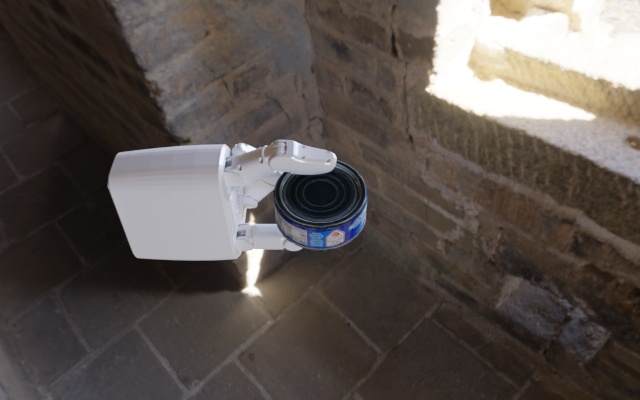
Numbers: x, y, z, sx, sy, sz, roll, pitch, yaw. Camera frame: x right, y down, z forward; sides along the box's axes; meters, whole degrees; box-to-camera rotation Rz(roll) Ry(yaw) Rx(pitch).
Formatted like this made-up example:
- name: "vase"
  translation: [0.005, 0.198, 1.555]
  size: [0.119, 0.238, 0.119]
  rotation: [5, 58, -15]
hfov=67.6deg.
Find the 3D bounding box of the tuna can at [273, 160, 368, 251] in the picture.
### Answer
- name: "tuna can"
  translation: [0.000, 0.001, 0.436]
  size: [0.086, 0.086, 0.034]
  rotation: [0, -40, 0]
